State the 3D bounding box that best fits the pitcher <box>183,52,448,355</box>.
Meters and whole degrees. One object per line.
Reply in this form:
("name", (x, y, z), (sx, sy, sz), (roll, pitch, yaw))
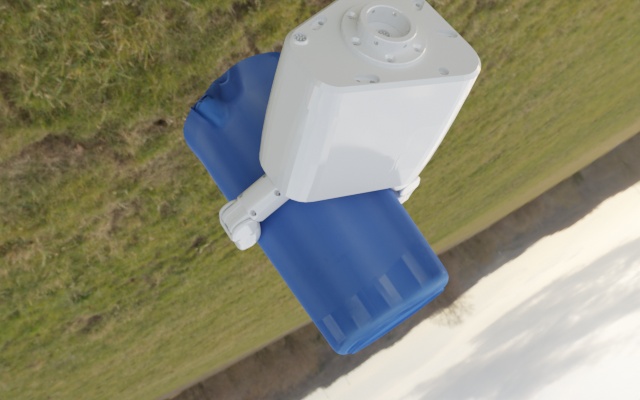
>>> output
("pitcher", (0.000, 0.001, 0.420), (0.149, 0.242, 0.145), (-26, -21, -25))
